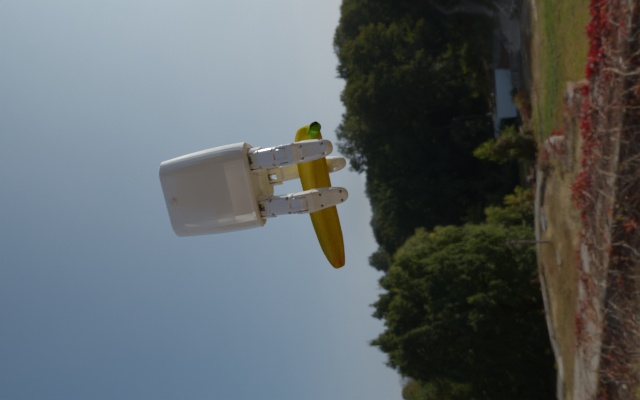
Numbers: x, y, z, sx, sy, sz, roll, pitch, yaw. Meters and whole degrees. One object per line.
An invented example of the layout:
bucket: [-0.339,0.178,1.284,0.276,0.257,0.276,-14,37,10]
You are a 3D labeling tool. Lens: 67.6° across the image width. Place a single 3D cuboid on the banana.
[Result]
banana: [-0.002,-0.010,0.575,0.037,0.198,0.069,-13,30,0]
